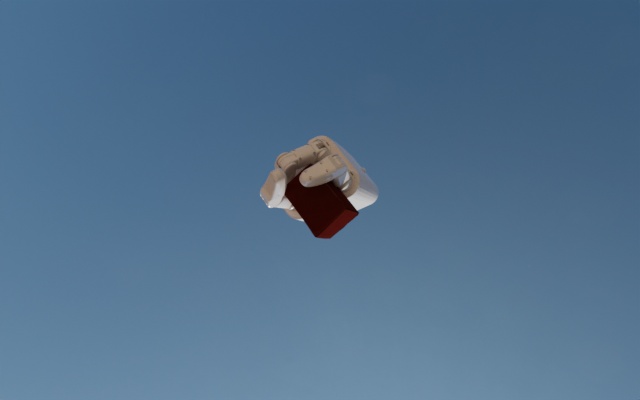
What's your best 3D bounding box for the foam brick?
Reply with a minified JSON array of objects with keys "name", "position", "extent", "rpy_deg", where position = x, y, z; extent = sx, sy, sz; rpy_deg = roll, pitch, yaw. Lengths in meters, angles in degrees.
[{"name":"foam brick","position":[0.000,0.002,0.591],"extent":[0.053,0.078,0.051],"rpy_deg":[-41,-22,12]}]
